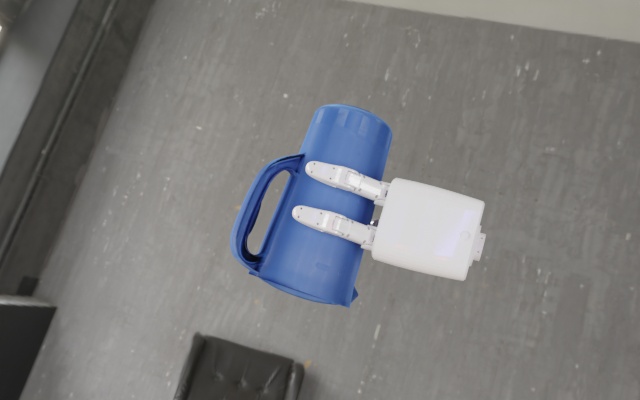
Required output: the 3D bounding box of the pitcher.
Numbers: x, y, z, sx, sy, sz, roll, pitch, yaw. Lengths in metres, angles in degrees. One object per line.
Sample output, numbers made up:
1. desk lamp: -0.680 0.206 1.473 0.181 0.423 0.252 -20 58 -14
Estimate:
1. pitcher: 0.000 0.002 0.607 0.145 0.242 0.149 15 -11 19
